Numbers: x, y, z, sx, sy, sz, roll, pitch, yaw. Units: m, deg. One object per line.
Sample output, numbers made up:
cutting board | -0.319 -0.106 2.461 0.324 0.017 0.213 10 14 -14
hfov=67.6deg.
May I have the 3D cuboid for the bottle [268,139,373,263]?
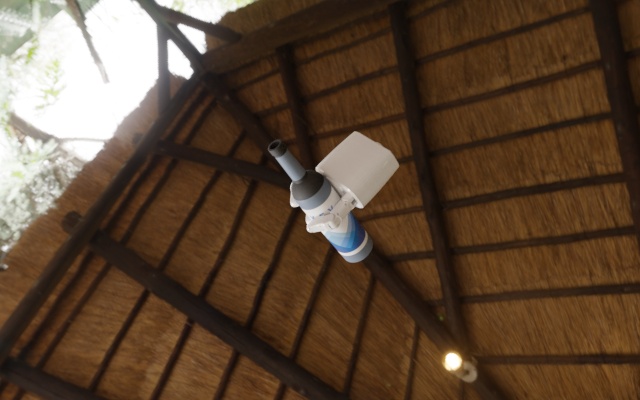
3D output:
bottle | 0.000 0.003 0.860 0.069 0.069 0.296 0 -39 41
